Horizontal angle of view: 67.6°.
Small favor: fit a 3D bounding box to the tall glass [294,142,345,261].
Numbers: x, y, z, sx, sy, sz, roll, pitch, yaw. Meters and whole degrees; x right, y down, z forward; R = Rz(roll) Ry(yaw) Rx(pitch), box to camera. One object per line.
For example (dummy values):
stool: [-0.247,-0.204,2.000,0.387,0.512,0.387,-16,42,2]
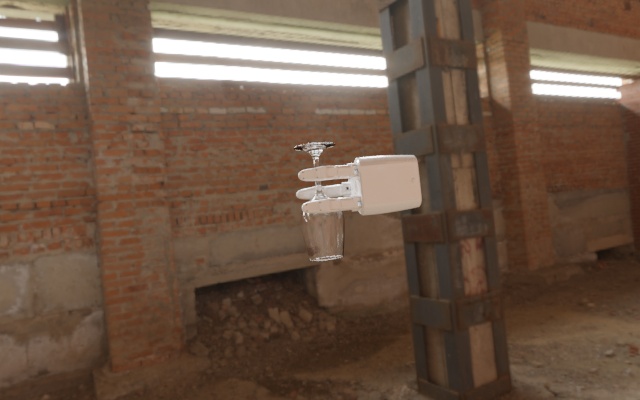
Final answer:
tall glass: [0.000,0.002,0.842,0.079,0.201,0.079,-6,-1,0]
